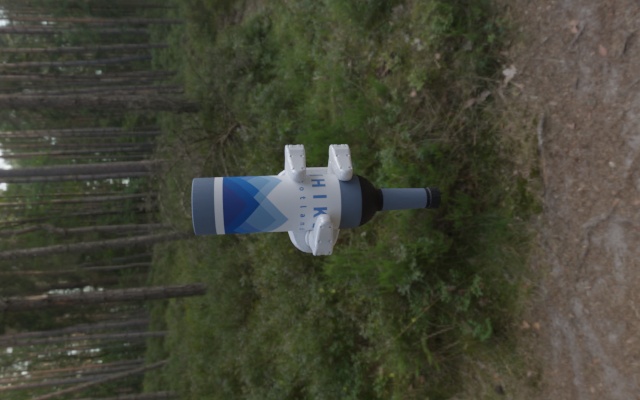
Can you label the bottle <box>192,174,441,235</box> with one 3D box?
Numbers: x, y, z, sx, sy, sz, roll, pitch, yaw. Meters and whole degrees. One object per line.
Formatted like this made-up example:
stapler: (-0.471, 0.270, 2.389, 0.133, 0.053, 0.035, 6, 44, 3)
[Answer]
bottle: (0.000, 0.002, 0.575, 0.296, 0.069, 0.069, -2, 0, -8)
